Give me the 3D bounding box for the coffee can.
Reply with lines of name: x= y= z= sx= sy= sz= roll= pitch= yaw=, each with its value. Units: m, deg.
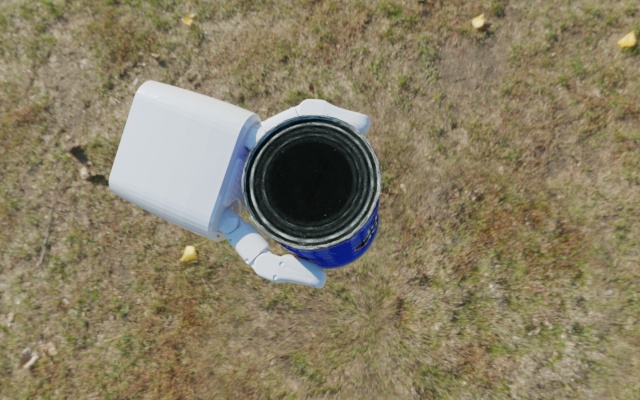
coffee can: x=0.000 y=0.002 z=0.411 sx=0.103 sy=0.102 sz=0.140 roll=0 pitch=-14 yaw=6
